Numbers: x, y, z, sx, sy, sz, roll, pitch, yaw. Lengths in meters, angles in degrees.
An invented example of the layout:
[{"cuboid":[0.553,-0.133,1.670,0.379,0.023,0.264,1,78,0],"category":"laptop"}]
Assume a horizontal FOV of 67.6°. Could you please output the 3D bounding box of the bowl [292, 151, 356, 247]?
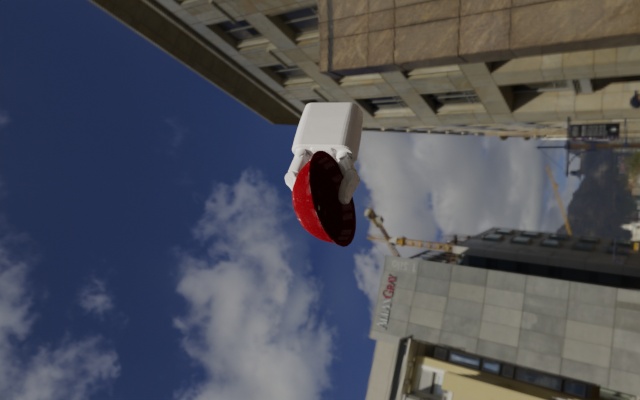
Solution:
[{"cuboid":[0.000,0.004,0.785,0.055,0.162,0.162,-16,-7,24],"category":"bowl"}]
